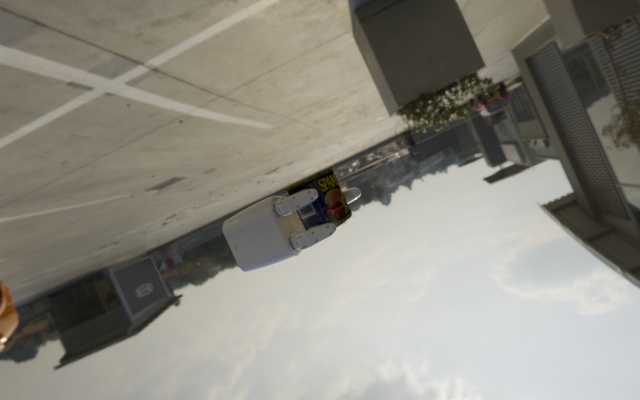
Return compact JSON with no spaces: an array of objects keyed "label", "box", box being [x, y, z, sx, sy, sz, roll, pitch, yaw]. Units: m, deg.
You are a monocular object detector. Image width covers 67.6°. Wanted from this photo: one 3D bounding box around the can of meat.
[{"label":"can of meat","box":[0.000,0.003,0.723,0.057,0.084,0.102,-24,2,24]}]
